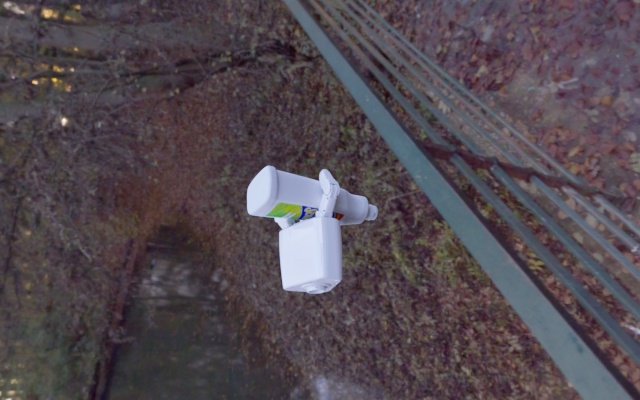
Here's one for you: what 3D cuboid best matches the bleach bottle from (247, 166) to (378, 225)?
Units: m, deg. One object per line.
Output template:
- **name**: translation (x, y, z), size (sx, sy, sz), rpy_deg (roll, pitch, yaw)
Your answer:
- **bleach bottle**: translation (0.000, 0.003, 0.868), size (0.251, 0.068, 0.102), rpy_deg (10, -27, -29)
